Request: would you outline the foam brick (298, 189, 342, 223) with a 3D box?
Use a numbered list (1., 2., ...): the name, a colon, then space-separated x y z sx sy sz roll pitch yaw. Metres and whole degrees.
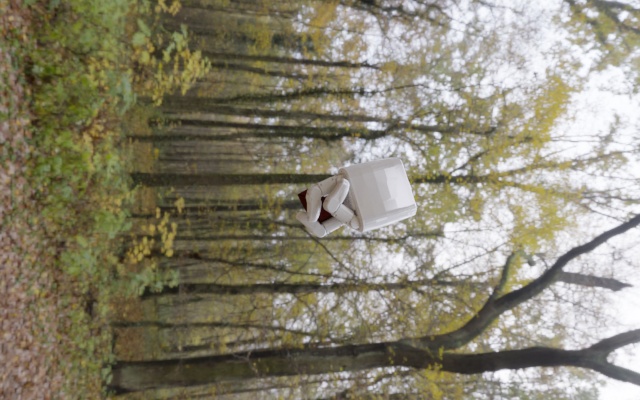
1. foam brick: 0.000 0.003 0.861 0.051 0.053 0.078 -29 13 -12
